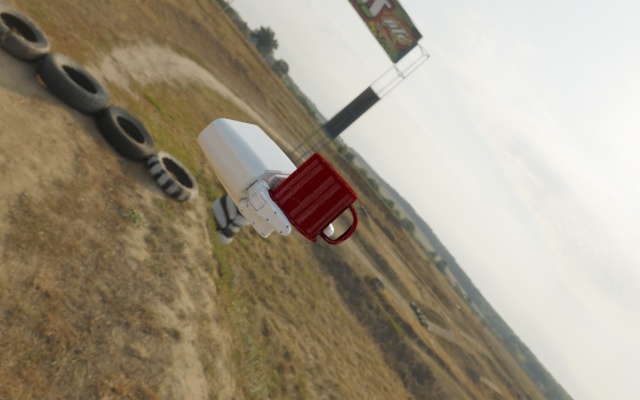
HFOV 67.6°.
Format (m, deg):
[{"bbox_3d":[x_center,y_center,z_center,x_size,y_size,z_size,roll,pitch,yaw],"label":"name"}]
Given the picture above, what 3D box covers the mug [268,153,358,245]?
[{"bbox_3d":[0.001,0.003,0.612,0.081,0.117,0.093,-42,-17,5],"label":"mug"}]
